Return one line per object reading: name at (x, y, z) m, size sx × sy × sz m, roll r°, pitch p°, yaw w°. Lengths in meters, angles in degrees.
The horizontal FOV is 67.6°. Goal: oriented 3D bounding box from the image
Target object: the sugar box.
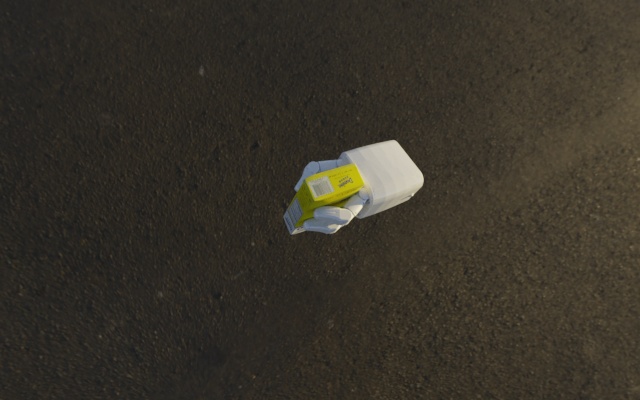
sugar box at (0.000, 0.003, 0.805) m, size 0.093 × 0.048 × 0.176 m, roll -18°, pitch -18°, yaw -20°
